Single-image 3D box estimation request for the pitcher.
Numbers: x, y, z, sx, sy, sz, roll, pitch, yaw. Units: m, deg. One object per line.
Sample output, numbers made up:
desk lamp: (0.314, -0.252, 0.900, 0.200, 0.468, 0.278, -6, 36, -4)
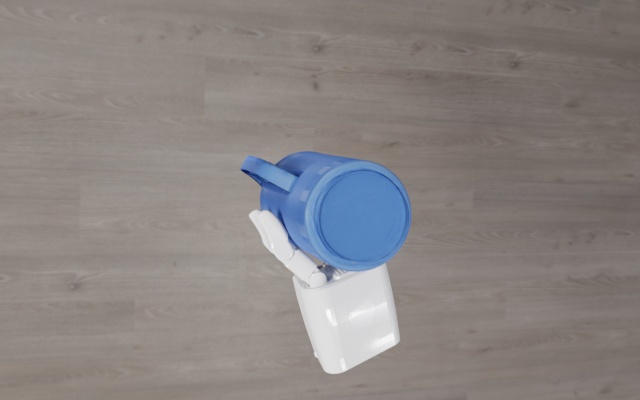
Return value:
pitcher: (0.000, 0.002, 0.559, 0.149, 0.145, 0.243, -16, 8, -13)
